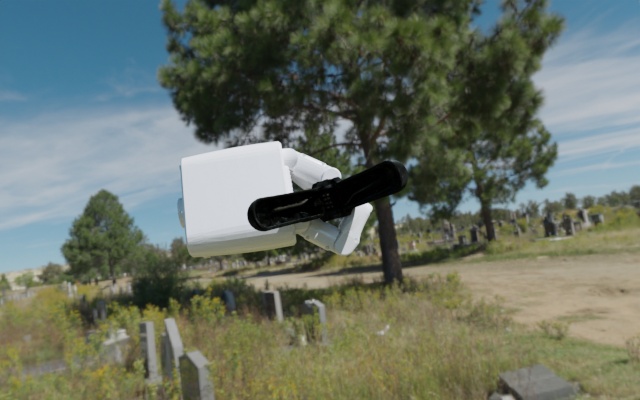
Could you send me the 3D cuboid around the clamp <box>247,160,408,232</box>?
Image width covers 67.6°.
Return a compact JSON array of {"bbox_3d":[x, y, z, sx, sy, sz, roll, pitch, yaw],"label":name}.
[{"bbox_3d":[0.000,0.001,0.414,0.120,0.039,0.171,-10,-6,-5],"label":"clamp"}]
